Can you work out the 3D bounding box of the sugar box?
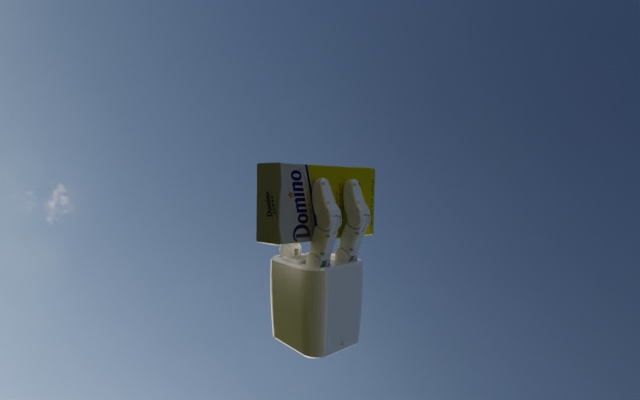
[{"bbox_3d":[0.001,0.002,0.592,0.048,0.093,0.176,3,3,40],"label":"sugar box"}]
